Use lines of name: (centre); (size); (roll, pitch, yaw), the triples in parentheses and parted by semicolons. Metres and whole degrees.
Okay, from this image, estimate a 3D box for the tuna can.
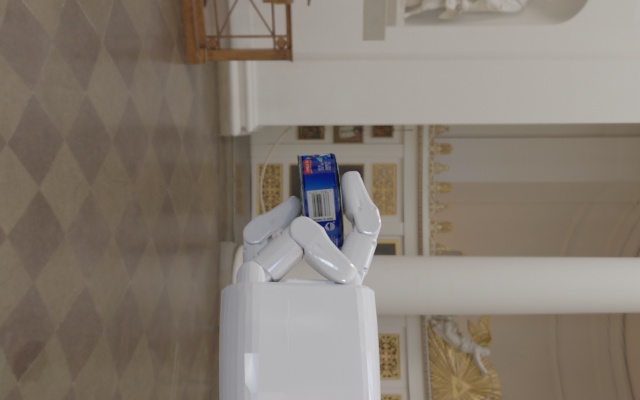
tuna can: (0.001, 0.001, 0.421); (0.034, 0.086, 0.086); (-5, 0, -1)
